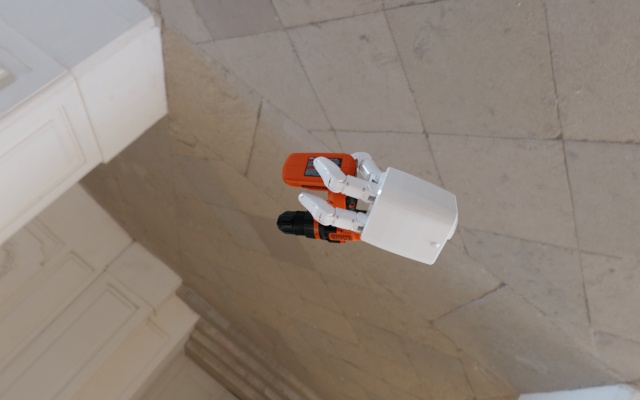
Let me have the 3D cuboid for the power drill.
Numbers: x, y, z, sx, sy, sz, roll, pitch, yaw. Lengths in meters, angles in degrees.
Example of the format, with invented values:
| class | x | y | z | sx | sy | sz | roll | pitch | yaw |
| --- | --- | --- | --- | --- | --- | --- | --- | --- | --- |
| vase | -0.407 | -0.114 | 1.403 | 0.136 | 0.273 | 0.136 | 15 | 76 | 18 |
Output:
| class | x | y | z | sx | sy | sz | roll | pitch | yaw |
| --- | --- | --- | --- | --- | --- | --- | --- | --- | --- |
| power drill | 0.000 | 0.002 | 0.747 | 0.184 | 0.057 | 0.188 | 1 | -32 | 15 |
